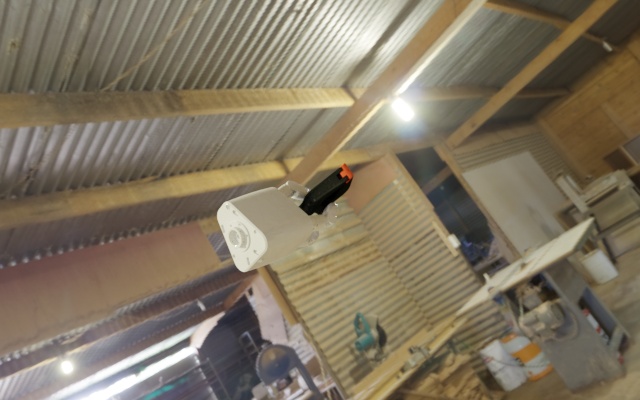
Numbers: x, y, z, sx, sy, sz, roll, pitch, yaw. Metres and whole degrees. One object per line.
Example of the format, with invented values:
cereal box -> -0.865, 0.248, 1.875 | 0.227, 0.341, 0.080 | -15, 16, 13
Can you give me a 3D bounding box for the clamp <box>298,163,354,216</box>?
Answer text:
clamp -> 0.000, 0.002, 0.868 | 0.164, 0.036, 0.210 | -20, -19, -50
